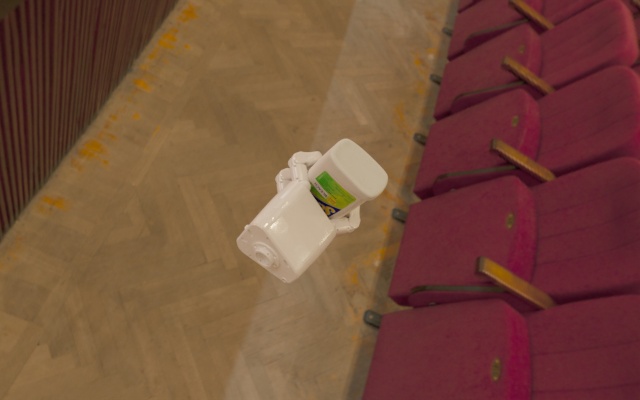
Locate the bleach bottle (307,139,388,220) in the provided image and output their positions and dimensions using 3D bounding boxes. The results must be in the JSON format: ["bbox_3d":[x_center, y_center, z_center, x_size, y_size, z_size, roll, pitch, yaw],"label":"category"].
[{"bbox_3d":[0.000,0.002,0.797,0.068,0.102,0.251,-48,3,-39],"label":"bleach bottle"}]
